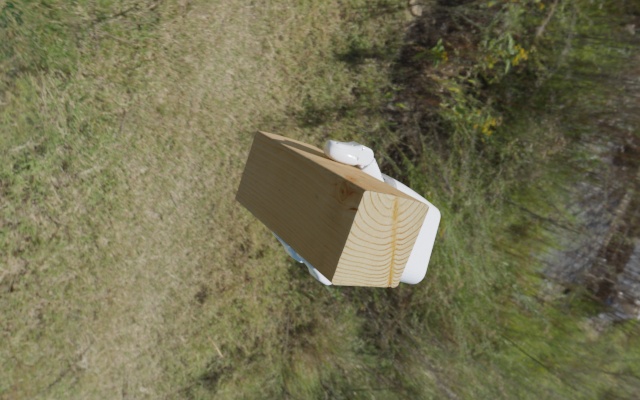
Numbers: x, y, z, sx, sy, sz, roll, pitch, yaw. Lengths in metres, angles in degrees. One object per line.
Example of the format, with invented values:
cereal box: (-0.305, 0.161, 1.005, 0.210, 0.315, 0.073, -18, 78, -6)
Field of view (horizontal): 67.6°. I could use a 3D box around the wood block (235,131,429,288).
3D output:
wood block: (0.001, 0.001, 0.510, 0.090, 0.091, 0.206, 11, 14, -39)
